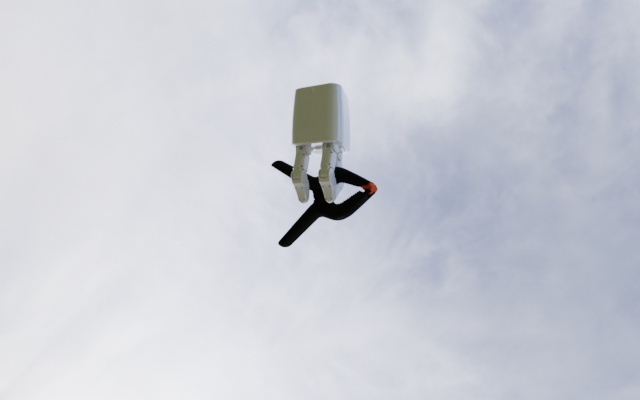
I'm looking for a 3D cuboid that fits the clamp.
[{"bbox_3d":[0.001,0.003,0.858,0.210,0.164,0.036,-2,-4,29],"label":"clamp"}]
